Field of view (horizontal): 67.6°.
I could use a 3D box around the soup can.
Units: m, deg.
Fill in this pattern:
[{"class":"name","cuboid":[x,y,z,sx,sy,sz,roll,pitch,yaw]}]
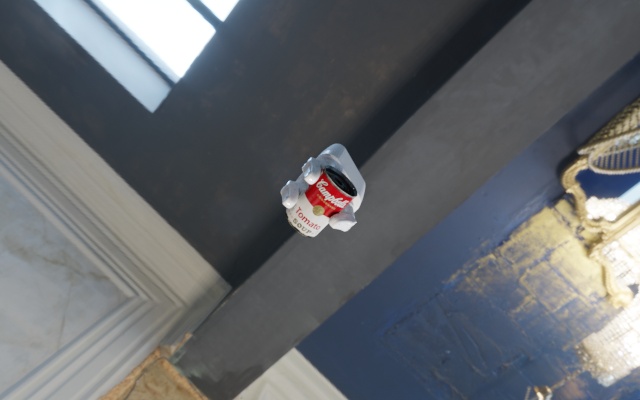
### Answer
[{"class":"soup can","cuboid":[0.000,0.003,0.764,0.102,0.068,0.068,-45,-21,22]}]
